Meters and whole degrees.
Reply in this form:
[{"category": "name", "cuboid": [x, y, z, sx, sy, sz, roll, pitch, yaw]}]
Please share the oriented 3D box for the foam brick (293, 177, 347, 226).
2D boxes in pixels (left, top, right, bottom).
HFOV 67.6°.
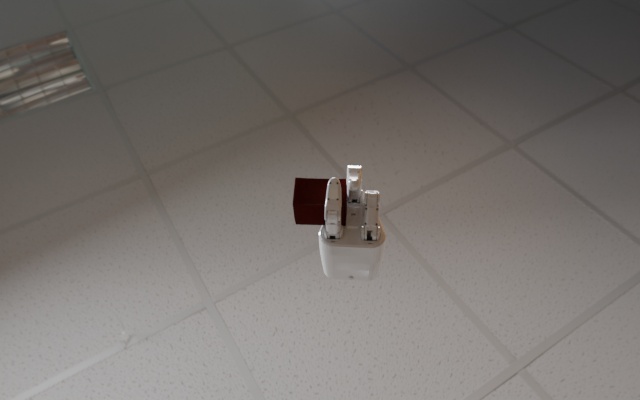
[{"category": "foam brick", "cuboid": [0.000, 0.002, 0.709, 0.078, 0.053, 0.051, 2, -39, 5]}]
